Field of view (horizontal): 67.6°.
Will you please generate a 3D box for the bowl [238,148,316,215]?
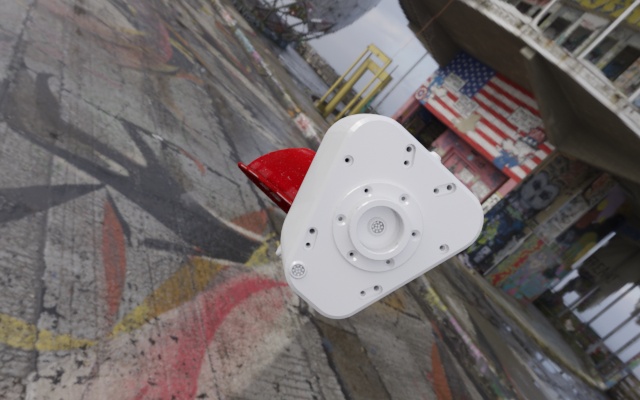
[{"bbox_3d":[0.000,0.001,0.451,0.162,0.055,0.162,40,-7,6],"label":"bowl"}]
